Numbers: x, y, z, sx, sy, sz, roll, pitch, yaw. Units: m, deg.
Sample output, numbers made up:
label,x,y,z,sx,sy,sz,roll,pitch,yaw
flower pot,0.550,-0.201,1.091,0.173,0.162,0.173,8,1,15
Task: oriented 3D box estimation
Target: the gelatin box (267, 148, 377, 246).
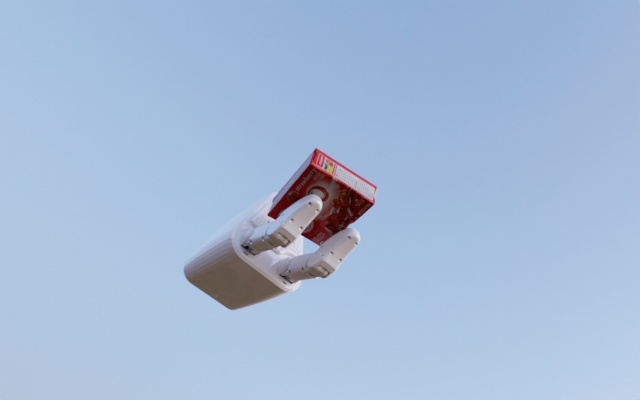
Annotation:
label,x,y,z,sx,sy,sz,roll,pitch,yaw
gelatin box,0.000,0.001,0.471,0.073,0.030,0.089,32,-50,-14
